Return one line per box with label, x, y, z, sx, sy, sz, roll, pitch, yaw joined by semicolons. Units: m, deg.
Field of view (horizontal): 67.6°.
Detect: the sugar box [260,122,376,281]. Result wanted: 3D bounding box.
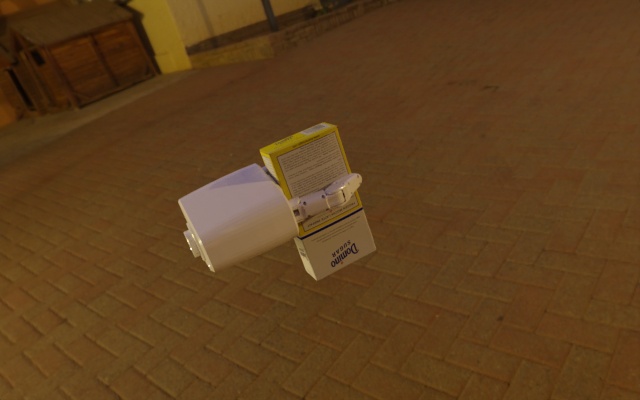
sugar box;0.000;0.002;0.596;0.093;0.176;0.048;-25;24;-17
